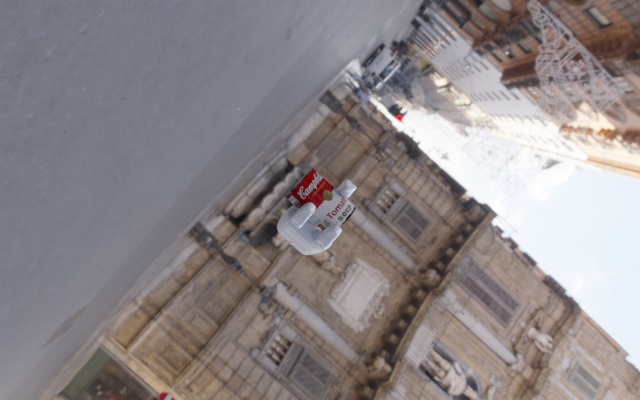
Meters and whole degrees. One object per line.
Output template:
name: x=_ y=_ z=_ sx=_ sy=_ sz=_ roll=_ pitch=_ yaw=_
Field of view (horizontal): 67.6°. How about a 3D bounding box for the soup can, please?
soup can: x=0.001 y=0.003 z=0.801 sx=0.102 sy=0.068 sz=0.068 roll=42 pitch=-3 yaw=-3
